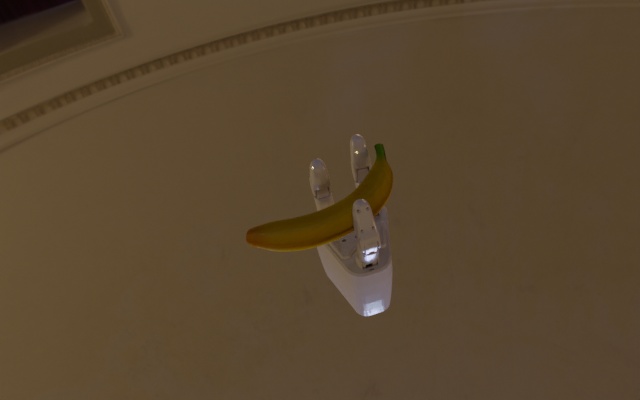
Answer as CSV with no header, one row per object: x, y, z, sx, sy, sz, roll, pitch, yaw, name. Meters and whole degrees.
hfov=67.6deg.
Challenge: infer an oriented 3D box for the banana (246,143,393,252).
0.014,0.012,0.537,0.198,0.069,0.037,-33,-32,-17,banana
